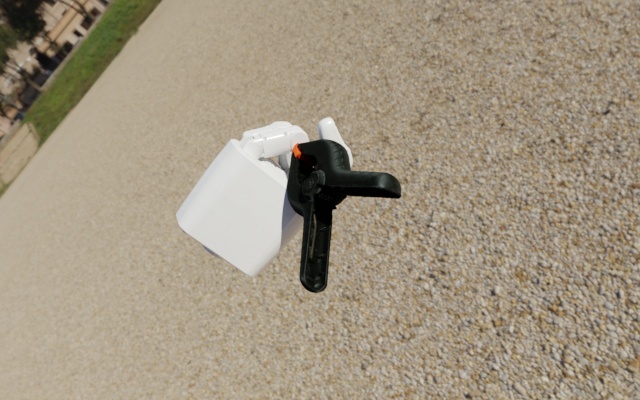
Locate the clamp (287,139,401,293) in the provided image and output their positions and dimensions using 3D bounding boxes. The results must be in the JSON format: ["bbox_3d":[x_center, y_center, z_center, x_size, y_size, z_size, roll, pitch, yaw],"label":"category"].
[{"bbox_3d":[0.000,0.001,0.443,0.039,0.120,0.171,33,9,-29],"label":"clamp"}]
